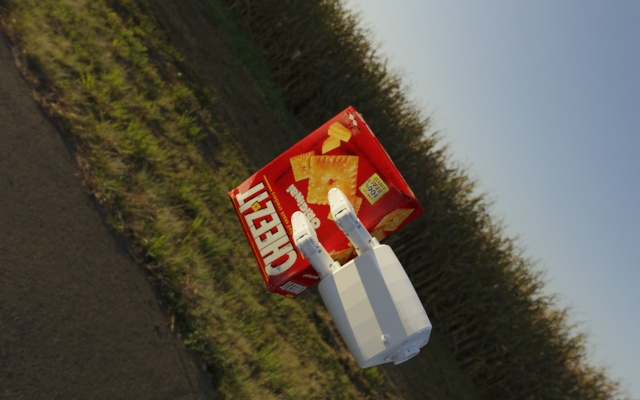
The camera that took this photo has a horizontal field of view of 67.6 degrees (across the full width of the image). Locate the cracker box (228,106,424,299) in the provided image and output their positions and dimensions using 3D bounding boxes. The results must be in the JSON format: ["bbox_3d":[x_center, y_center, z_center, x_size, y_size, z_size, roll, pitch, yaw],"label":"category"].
[{"bbox_3d":[0.000,0.002,0.631,0.214,0.164,0.072,-34,-29,11],"label":"cracker box"}]
